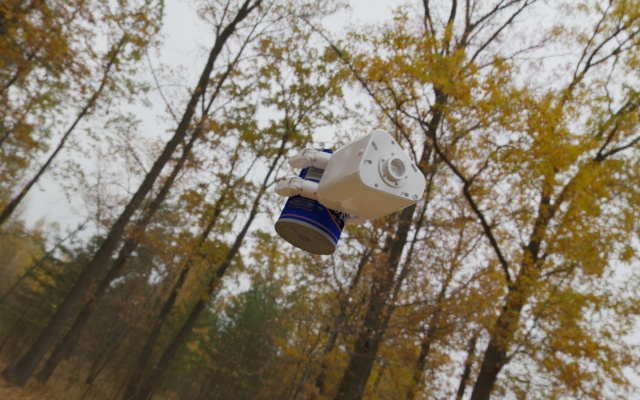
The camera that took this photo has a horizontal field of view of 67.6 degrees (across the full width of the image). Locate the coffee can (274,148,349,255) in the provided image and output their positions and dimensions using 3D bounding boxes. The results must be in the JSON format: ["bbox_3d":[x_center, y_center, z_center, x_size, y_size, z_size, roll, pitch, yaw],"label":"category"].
[{"bbox_3d":[0.000,0.003,0.767,0.103,0.140,0.103,19,-25,9],"label":"coffee can"}]
